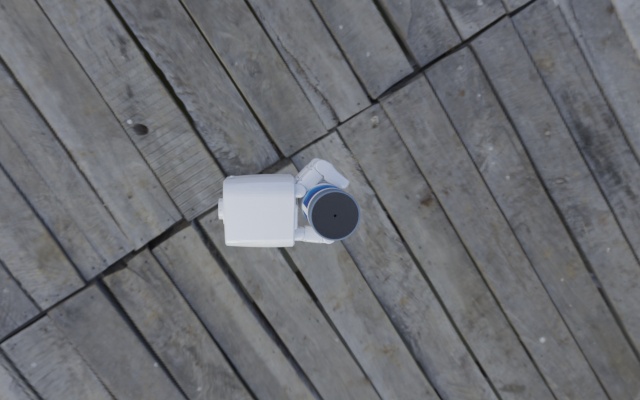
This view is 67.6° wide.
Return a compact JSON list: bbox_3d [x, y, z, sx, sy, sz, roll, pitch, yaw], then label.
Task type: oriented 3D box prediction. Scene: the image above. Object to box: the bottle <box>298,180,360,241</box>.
[{"bbox_3d":[0.000,0.003,0.760,0.069,0.069,0.295,0,7,-7],"label":"bottle"}]
